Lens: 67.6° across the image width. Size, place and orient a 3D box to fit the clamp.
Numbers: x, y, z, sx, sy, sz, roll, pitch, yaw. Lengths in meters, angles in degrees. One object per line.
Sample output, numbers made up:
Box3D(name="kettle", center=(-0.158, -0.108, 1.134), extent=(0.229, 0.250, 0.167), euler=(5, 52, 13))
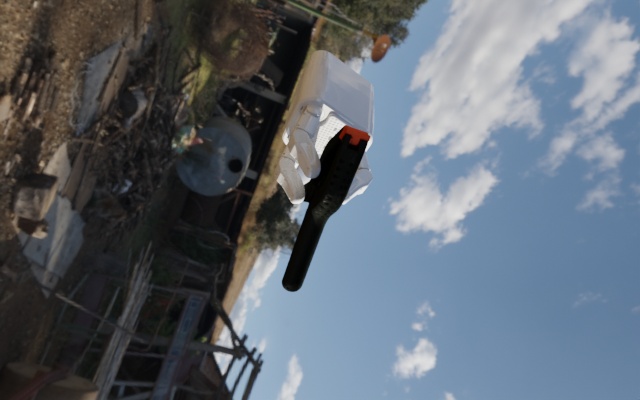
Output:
Box3D(name="clamp", center=(0.001, 0.002, 0.560), extent=(0.036, 0.164, 0.210), euler=(16, -38, -14))
